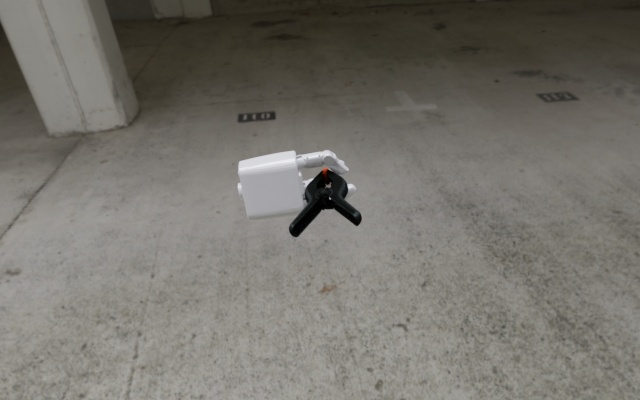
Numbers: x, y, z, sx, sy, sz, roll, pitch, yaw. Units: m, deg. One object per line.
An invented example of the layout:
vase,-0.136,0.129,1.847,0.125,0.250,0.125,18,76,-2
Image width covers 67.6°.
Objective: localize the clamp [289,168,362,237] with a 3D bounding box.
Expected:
clamp,0.000,0.002,0.829,0.120,0.039,0.171,-11,31,0
